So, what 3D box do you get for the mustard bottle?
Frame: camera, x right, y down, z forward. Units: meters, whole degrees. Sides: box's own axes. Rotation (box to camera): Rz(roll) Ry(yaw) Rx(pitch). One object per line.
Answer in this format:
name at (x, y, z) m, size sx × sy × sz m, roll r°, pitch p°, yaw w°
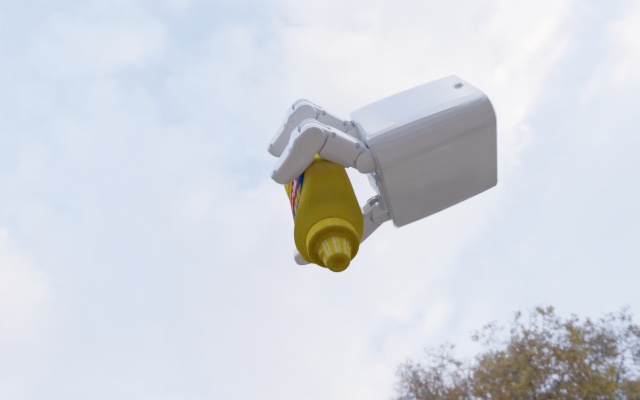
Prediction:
mustard bottle at (0.000, 0.001, 0.430) m, size 0.058 × 0.096 × 0.191 m, roll 0°, pitch 28°, yaw -10°
